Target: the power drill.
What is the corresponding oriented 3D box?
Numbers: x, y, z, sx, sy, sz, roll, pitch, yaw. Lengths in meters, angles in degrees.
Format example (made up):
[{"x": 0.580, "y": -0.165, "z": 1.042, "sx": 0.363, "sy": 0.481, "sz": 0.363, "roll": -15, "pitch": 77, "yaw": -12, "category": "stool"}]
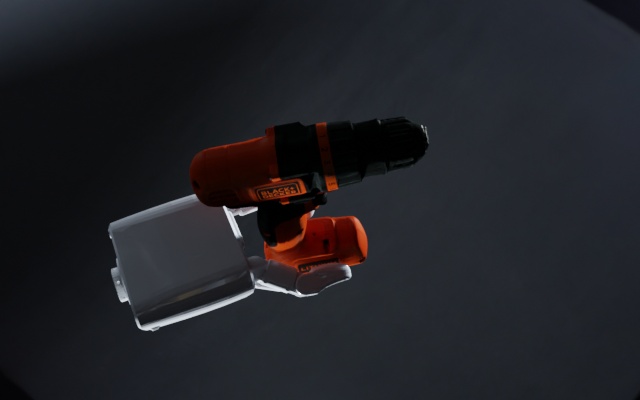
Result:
[{"x": 0.000, "y": 0.002, "z": 0.428, "sx": 0.184, "sy": 0.057, "sz": 0.188, "roll": -9, "pitch": -32, "yaw": 4, "category": "power drill"}]
